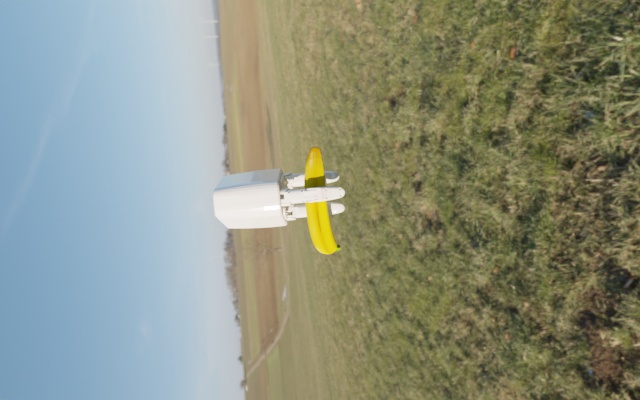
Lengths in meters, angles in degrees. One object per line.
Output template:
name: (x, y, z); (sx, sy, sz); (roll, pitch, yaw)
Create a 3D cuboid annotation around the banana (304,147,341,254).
banana: (-0.002, 0.014, 0.786); (0.037, 0.198, 0.069); (-5, 24, 12)
